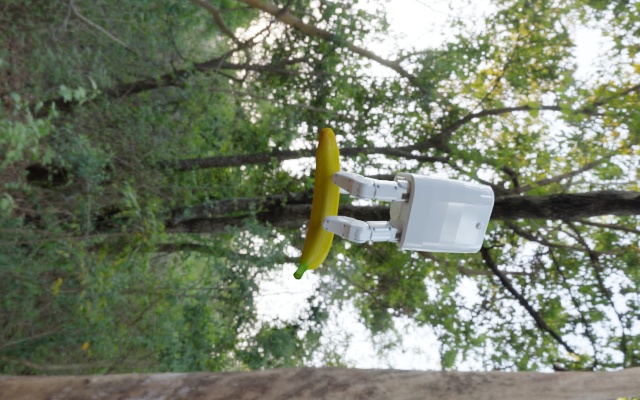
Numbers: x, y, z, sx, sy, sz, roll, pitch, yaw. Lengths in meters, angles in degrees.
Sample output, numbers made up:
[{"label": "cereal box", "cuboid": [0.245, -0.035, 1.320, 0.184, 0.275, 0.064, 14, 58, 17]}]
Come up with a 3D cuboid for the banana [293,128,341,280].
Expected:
[{"label": "banana", "cuboid": [0.003, 0.006, 0.633, 0.037, 0.198, 0.069, 9, -1, 11]}]
